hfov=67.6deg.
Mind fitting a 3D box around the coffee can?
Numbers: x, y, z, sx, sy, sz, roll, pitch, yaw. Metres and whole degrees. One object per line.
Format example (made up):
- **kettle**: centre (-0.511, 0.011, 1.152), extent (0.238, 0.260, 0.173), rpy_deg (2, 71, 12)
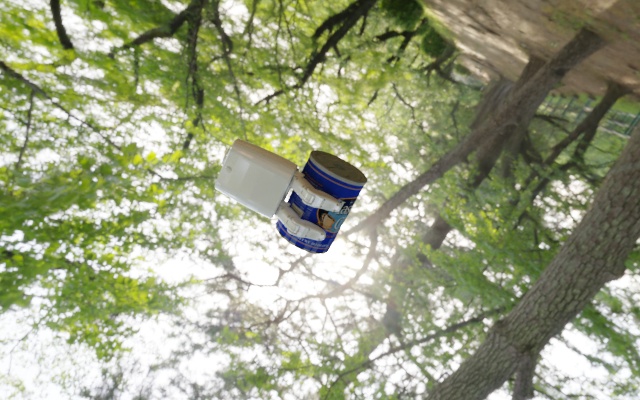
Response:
- **coffee can**: centre (0.000, 0.003, 0.789), extent (0.103, 0.140, 0.102), rpy_deg (24, 20, -9)
